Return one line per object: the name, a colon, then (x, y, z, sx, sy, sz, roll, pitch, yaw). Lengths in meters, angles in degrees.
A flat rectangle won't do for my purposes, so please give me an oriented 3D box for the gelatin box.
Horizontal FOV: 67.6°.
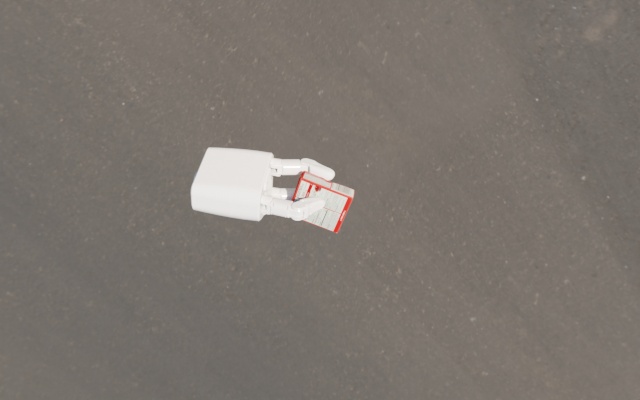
gelatin box: (0.000, 0.003, 0.757, 0.089, 0.073, 0.030, 21, 32, -1)
